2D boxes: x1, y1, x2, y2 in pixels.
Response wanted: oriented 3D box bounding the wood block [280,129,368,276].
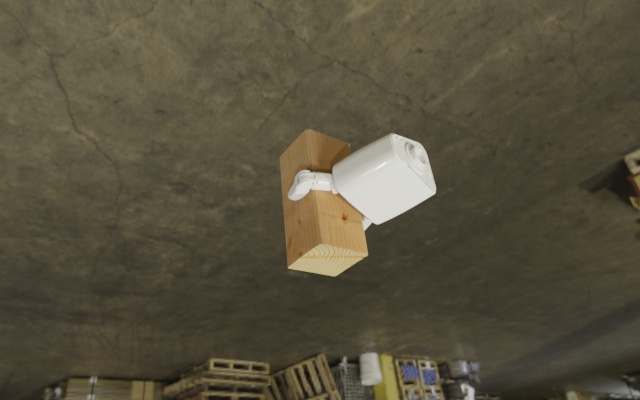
[{"bbox_3d":[0.000,0.002,0.756,0.091,0.206,0.090,16,-38,-32],"label":"wood block"}]
